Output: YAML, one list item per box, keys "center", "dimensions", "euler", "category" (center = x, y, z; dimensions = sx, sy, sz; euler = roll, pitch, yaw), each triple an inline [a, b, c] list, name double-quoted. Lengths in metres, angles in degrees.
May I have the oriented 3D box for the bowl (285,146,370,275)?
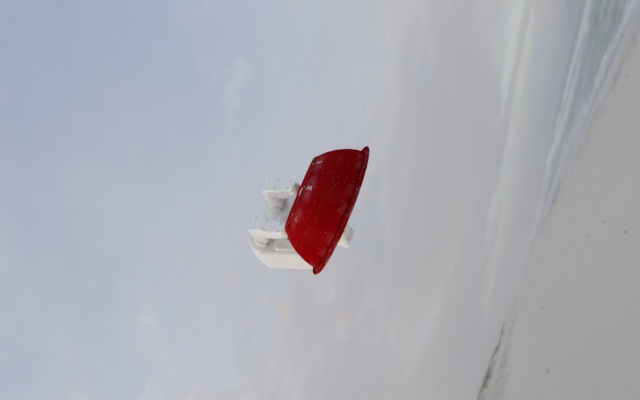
- center: [0.000, 0.001, 0.555]
  dimensions: [0.055, 0.162, 0.162]
  euler: [23, -2, -5]
  category: "bowl"
